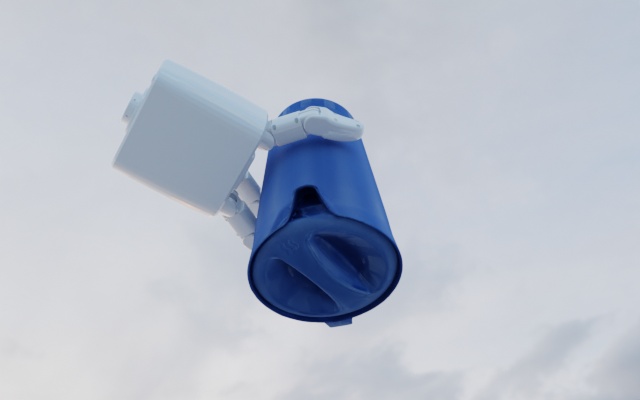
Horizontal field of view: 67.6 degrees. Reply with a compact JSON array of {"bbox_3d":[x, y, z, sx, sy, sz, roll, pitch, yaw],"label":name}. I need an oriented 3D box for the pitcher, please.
[{"bbox_3d":[0.000,0.002,0.504,0.145,0.149,0.242,25,33,-21],"label":"pitcher"}]
